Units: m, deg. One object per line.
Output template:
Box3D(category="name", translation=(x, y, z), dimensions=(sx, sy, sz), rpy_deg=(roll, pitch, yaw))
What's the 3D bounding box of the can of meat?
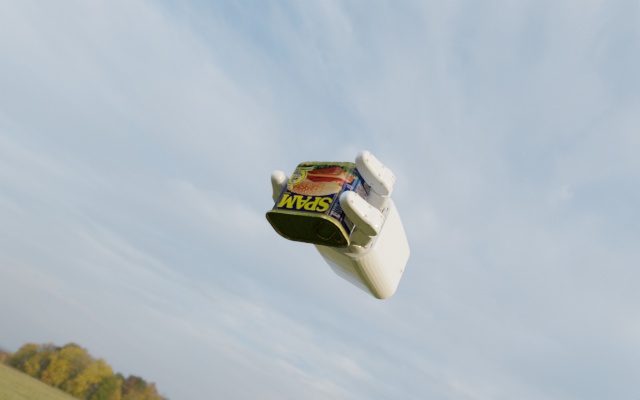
Box3D(category="can of meat", translation=(0.000, 0.002, 0.557), dimensions=(0.102, 0.084, 0.057), rpy_deg=(5, -37, 34))
